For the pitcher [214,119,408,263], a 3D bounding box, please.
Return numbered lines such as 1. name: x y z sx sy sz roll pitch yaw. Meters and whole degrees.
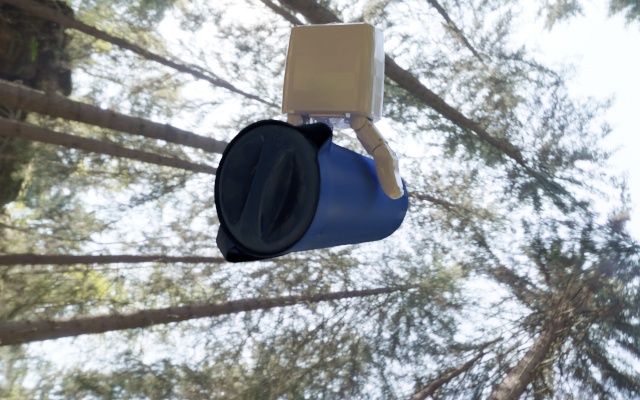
1. pitcher: 0.000 0.002 0.555 0.149 0.145 0.243 1 -4 33
